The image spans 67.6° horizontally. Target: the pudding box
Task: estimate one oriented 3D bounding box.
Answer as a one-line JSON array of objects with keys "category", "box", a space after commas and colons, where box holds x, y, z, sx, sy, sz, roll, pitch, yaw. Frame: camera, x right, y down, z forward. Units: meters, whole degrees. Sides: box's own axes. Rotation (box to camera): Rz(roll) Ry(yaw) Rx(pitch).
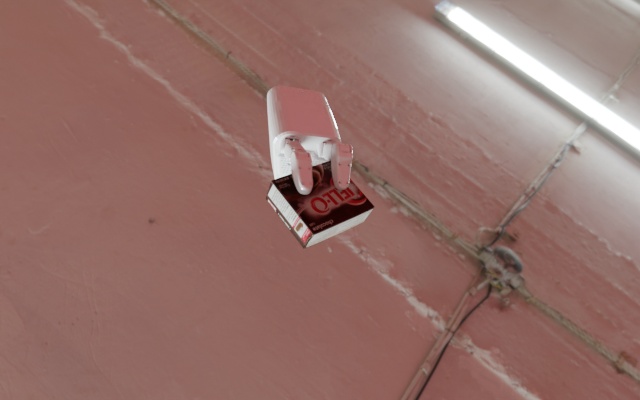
[{"category": "pudding box", "box": [0.000, 0.002, 0.611, 0.113, 0.090, 0.039, -23, -27, -37]}]
